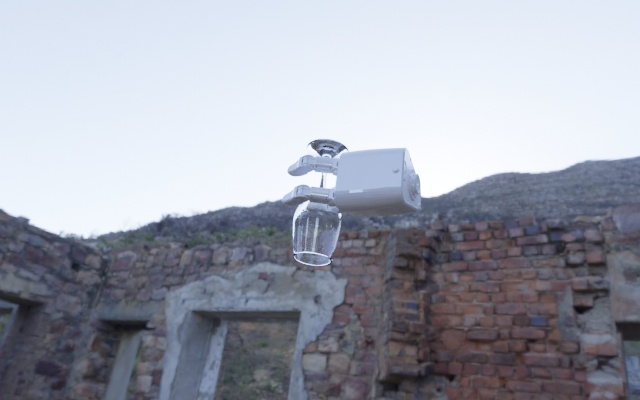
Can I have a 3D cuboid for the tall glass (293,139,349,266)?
[{"bbox_3d":[0.000,0.002,0.784,0.079,0.201,0.079,7,-25,3],"label":"tall glass"}]
